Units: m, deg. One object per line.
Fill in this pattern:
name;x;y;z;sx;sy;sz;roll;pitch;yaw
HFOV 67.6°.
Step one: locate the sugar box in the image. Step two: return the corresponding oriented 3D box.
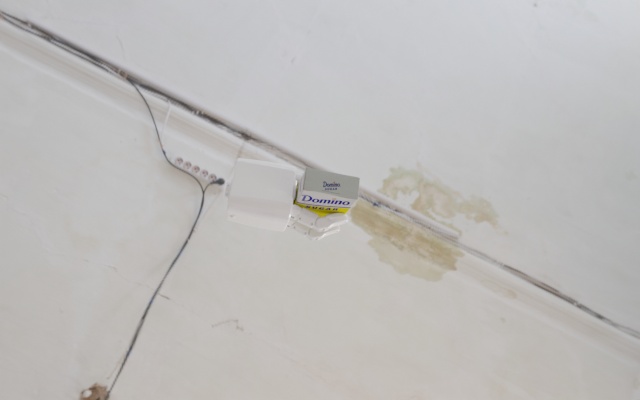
sugar box;0.000;0.003;0.839;0.093;0.048;0.176;10;-20;-8
